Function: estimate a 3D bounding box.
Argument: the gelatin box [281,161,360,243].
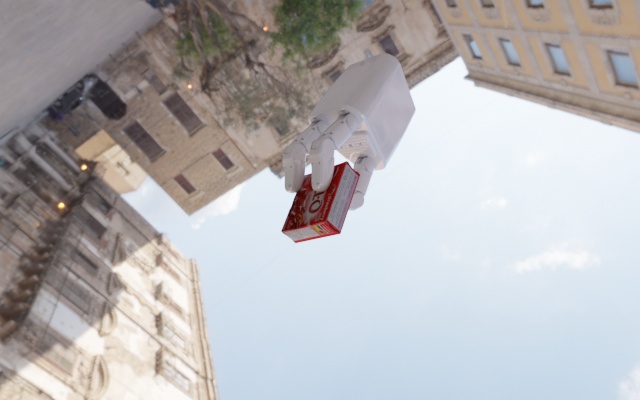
[{"bbox_3d":[0.000,0.002,0.556,0.073,0.089,0.030,-15,-46,42],"label":"gelatin box"}]
